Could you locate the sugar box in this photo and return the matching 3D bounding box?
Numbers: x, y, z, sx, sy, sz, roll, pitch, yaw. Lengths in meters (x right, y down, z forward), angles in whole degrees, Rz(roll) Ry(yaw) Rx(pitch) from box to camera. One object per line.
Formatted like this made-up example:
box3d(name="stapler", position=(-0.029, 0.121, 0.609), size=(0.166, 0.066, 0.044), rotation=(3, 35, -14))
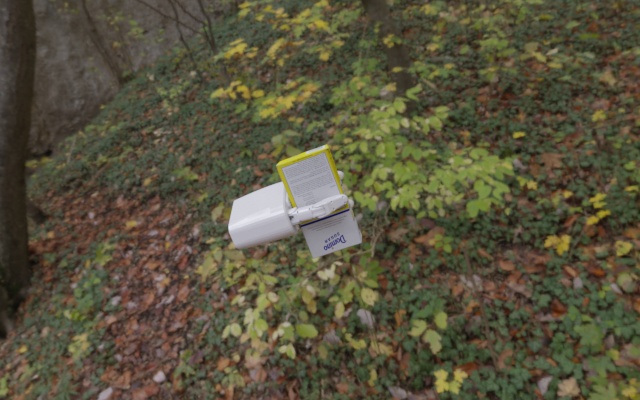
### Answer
box3d(name="sugar box", position=(0.000, 0.002, 0.823), size=(0.093, 0.176, 0.048), rotation=(-19, 14, 9))
